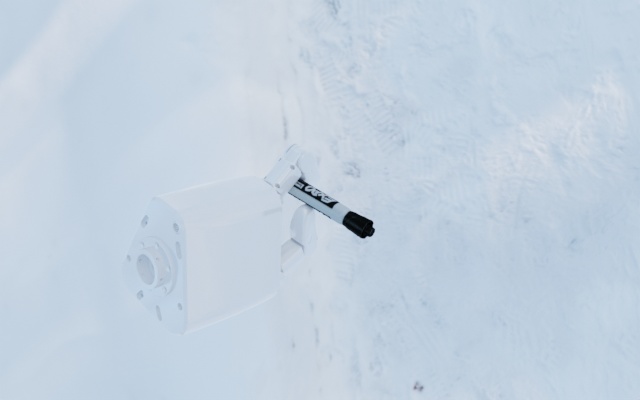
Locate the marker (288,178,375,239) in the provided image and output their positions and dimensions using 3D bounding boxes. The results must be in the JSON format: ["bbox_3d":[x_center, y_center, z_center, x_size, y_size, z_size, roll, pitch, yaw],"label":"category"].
[{"bbox_3d":[0.000,0.001,0.446,0.121,0.020,0.020,31,16,29],"label":"marker"}]
